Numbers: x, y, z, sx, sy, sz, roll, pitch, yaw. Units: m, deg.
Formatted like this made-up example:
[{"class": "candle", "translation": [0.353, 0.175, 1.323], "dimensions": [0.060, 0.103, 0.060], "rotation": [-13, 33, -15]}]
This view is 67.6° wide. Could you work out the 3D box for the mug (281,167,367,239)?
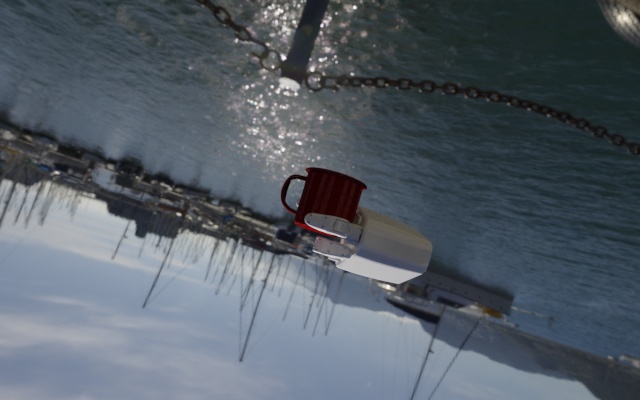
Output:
[{"class": "mug", "translation": [-0.001, 0.002, 0.683], "dimensions": [0.117, 0.081, 0.093], "rotation": [18, -7, -9]}]
